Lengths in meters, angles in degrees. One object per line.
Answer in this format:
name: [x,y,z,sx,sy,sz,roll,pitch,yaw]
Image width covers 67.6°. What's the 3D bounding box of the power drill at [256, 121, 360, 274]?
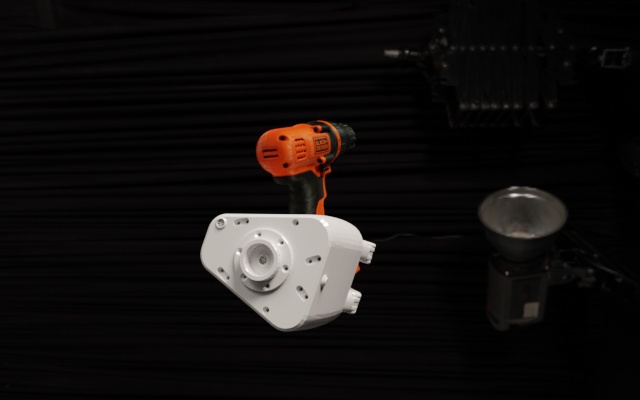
power drill: [0.000,0.002,0.556,0.057,0.188,0.184,-4,9,30]
